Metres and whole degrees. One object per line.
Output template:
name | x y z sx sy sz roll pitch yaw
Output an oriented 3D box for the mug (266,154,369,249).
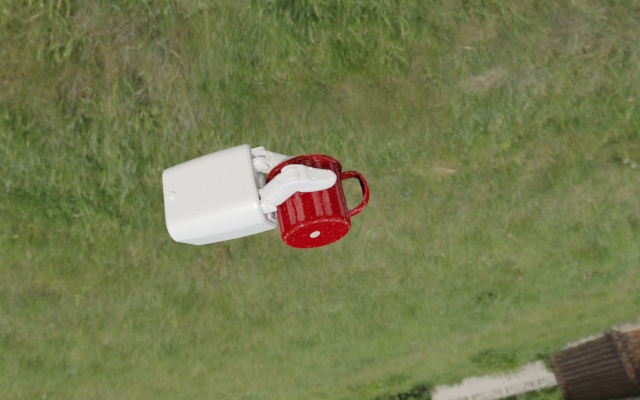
mug | 0.002 0.002 0.558 0.117 0.081 0.093 -15 -26 3
